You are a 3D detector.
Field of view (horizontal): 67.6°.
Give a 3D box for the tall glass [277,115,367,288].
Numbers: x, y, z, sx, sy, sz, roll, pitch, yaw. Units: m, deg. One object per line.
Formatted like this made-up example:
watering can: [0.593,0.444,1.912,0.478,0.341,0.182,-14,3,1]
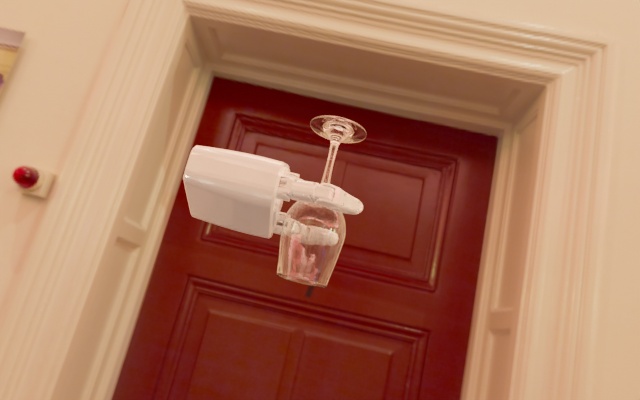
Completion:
tall glass: [0.000,0.001,0.589,0.079,0.201,0.079,12,-15,3]
